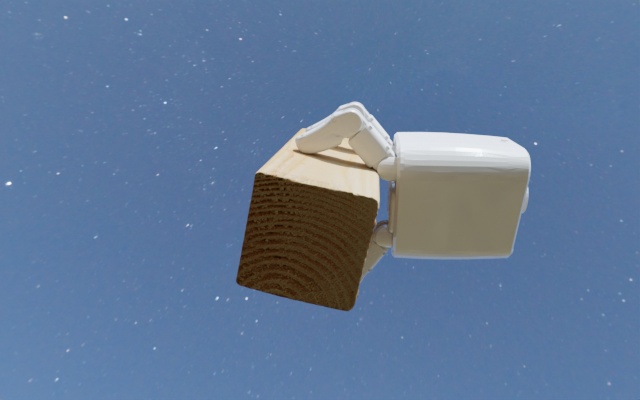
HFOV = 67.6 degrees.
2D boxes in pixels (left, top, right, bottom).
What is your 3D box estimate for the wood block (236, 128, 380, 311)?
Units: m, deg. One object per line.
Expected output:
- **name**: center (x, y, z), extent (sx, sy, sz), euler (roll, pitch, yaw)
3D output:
- **wood block**: center (0.000, 0.002, 0.431), extent (0.090, 0.091, 0.206), euler (13, 17, 3)
